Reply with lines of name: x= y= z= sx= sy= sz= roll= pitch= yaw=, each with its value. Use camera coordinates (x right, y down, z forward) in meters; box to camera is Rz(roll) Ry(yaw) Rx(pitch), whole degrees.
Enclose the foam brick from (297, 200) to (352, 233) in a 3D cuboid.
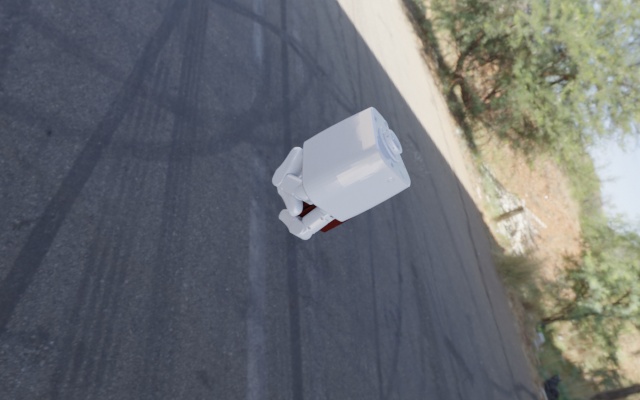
foam brick: x=0.000 y=0.002 z=0.680 sx=0.051 sy=0.053 sz=0.078 roll=-30 pitch=-36 yaw=21
